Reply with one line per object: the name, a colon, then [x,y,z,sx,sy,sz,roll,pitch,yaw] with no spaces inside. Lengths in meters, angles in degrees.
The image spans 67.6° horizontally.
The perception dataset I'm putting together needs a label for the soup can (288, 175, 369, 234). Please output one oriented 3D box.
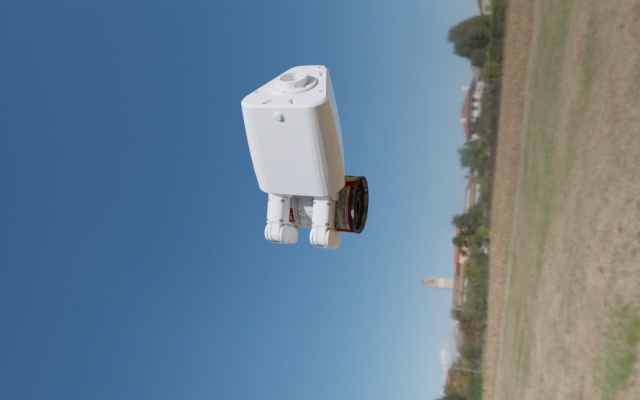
soup can: [0.000,0.002,0.571,0.102,0.068,0.068,4,1,19]
